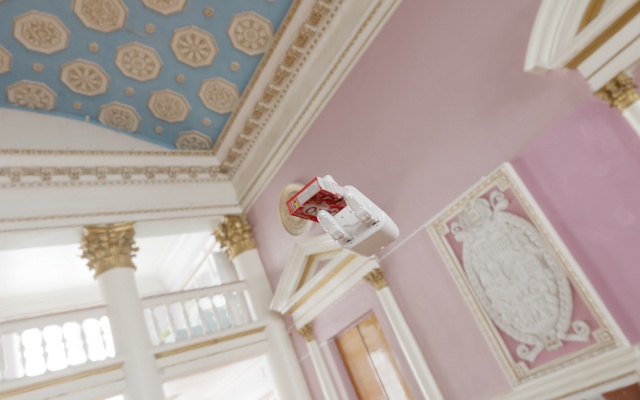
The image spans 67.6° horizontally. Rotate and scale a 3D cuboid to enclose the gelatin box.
[{"bbox_3d":[0.000,0.002,0.783,0.073,0.030,0.089,-38,-34,25],"label":"gelatin box"}]
